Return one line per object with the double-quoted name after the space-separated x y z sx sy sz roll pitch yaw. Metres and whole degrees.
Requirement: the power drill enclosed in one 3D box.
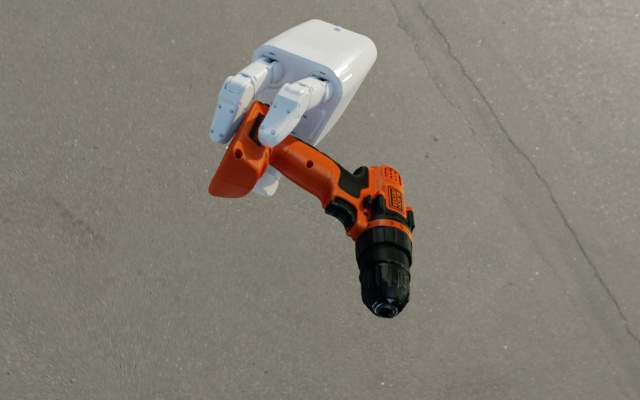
0.000 0.001 0.426 0.188 0.057 0.184 29 33 -16 "power drill"
